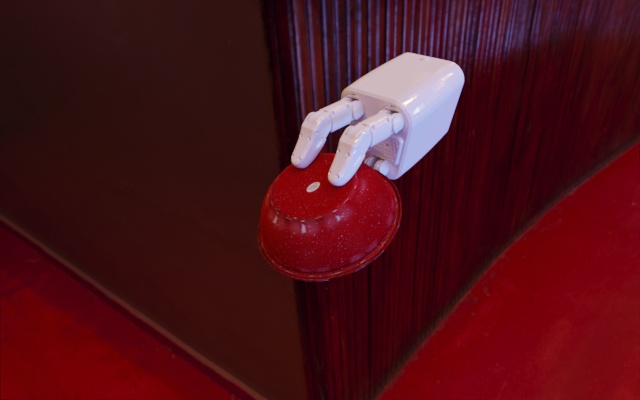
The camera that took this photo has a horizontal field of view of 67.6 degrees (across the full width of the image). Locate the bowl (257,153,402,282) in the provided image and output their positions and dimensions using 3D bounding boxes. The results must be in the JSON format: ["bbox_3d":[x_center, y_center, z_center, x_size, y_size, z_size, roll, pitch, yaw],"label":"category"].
[{"bbox_3d":[-0.001,0.002,0.496,0.162,0.162,0.055,0,-40,23],"label":"bowl"}]
